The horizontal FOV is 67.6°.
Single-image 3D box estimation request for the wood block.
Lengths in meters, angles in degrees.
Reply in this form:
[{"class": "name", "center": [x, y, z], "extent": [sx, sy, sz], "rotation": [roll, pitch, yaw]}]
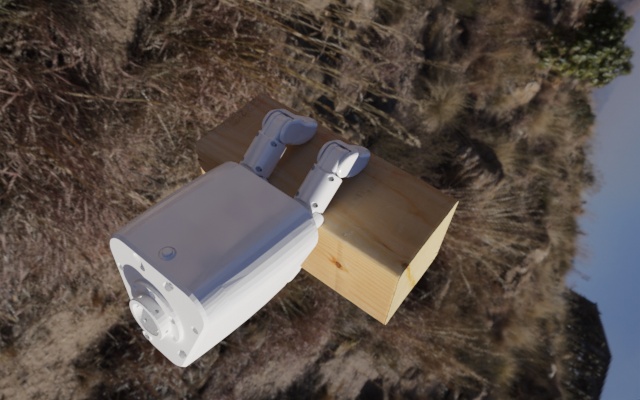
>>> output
[{"class": "wood block", "center": [0.000, 0.002, 0.424], "extent": [0.206, 0.090, 0.091], "rotation": [32, -31, 21]}]
